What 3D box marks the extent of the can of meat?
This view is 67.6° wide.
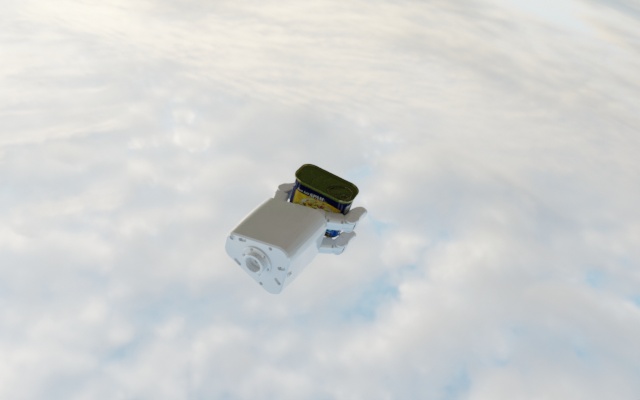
[{"bbox_3d":[0.000,0.003,0.768,0.102,0.084,0.057,26,37,11],"label":"can of meat"}]
